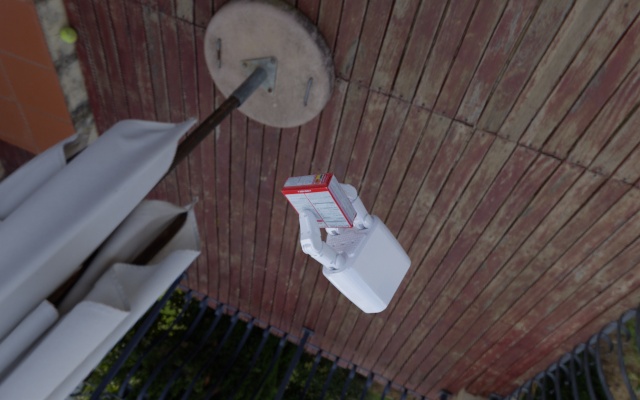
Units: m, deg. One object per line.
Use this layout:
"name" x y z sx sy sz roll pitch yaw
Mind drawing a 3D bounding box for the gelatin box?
"gelatin box" 0.000 0.002 0.662 0.073 0.030 0.089 -3 -41 32
